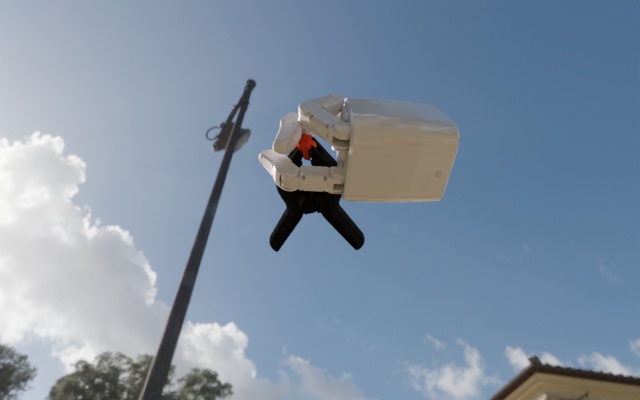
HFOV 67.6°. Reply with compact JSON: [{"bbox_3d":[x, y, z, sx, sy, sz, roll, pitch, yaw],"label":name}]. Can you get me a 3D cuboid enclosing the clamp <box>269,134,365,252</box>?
[{"bbox_3d":[0.000,0.001,0.566,0.120,0.172,0.039,1,43,-6],"label":"clamp"}]
